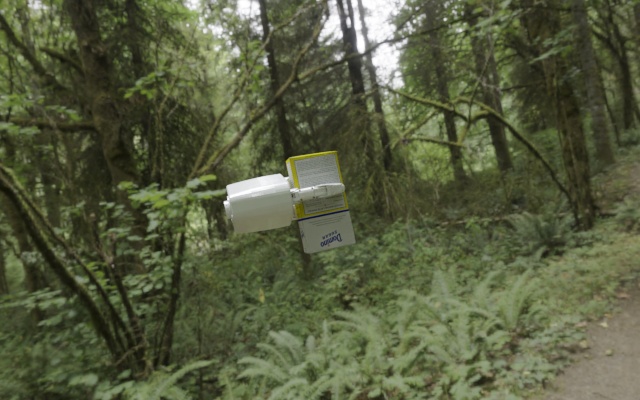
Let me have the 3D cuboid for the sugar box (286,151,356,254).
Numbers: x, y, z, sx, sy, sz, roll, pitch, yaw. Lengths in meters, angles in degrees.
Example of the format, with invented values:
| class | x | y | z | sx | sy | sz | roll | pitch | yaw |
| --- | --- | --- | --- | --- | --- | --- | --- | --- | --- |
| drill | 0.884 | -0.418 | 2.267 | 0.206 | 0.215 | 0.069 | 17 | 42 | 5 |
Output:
| class | x | y | z | sx | sy | sz | roll | pitch | yaw |
| --- | --- | --- | --- | --- | --- | --- | --- | --- | --- |
| sugar box | 0.000 | 0.003 | 0.876 | 0.093 | 0.176 | 0.048 | -10 | 0 | -14 |
